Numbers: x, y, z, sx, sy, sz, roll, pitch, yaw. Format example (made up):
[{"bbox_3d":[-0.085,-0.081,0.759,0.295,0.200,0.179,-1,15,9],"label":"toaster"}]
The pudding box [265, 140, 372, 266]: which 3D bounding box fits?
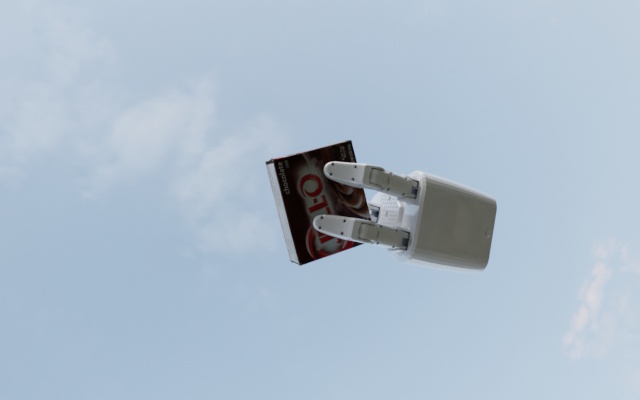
[{"bbox_3d":[0.000,0.002,0.502,0.090,0.113,0.039,-17,5,-22],"label":"pudding box"}]
